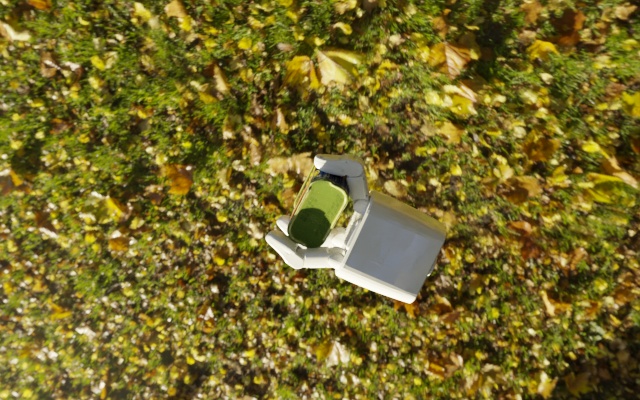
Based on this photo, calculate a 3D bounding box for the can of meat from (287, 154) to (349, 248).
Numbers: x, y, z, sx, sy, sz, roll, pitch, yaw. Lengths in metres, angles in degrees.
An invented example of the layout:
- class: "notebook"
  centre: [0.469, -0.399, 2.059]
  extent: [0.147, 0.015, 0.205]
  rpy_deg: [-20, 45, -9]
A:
- class: "can of meat"
  centre: [0.000, 0.002, 0.619]
  extent: [0.057, 0.102, 0.084]
  rpy_deg: [26, 24, -5]
